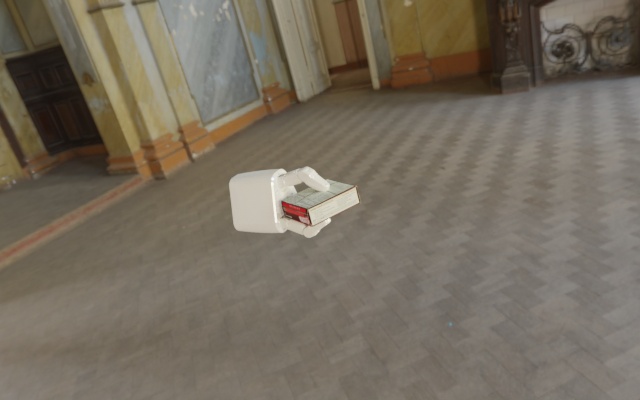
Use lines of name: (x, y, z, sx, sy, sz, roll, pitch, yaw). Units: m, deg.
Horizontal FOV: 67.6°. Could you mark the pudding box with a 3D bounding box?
pudding box: (0.000, 0.003, 0.850, 0.113, 0.039, 0.090, -27, 25, -28)
